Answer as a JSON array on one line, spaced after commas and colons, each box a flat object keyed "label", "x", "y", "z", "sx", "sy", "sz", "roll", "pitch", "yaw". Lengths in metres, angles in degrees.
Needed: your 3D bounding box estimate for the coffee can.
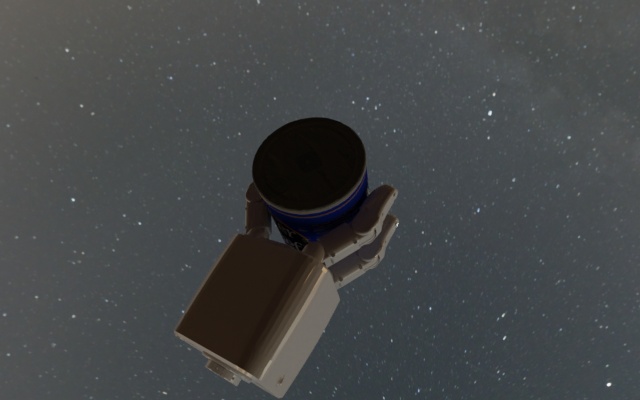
[{"label": "coffee can", "x": 0.000, "y": 0.001, "z": 0.478, "sx": 0.103, "sy": 0.102, "sz": 0.140, "roll": 0, "pitch": -32, "yaw": 11}]
